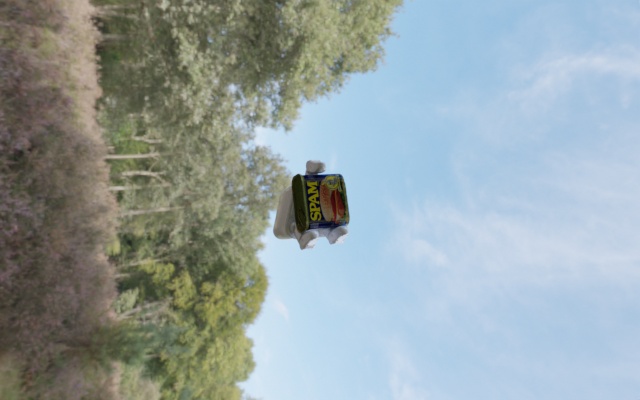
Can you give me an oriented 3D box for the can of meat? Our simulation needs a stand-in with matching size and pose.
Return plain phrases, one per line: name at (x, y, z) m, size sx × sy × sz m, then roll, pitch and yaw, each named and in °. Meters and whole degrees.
can of meat at (0.000, 0.003, 0.845) m, size 0.084 × 0.102 × 0.057 m, roll -3°, pitch -8°, yaw -22°
